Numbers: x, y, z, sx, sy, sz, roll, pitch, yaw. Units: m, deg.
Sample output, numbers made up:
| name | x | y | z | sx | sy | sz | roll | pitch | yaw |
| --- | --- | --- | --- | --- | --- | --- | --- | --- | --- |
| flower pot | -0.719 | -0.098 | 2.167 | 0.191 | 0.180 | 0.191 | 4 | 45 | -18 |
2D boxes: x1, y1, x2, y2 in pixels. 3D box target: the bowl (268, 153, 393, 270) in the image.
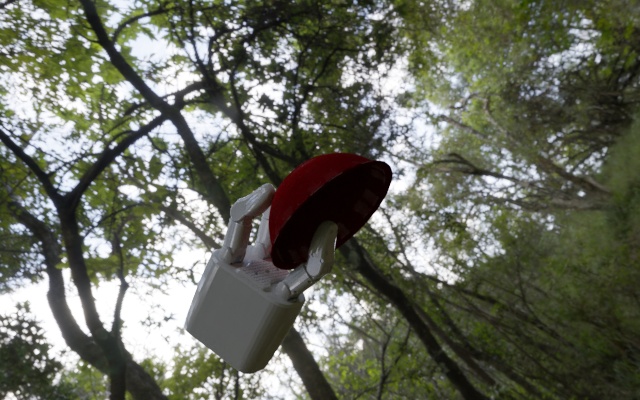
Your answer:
| name | x | y | z | sx | sy | sz | roll | pitch | yaw |
| --- | --- | --- | --- | --- | --- | --- | --- | --- | --- |
| bowl | 0.001 | 0.000 | 0.519 | 0.055 | 0.162 | 0.162 | 49 | 26 | 25 |
